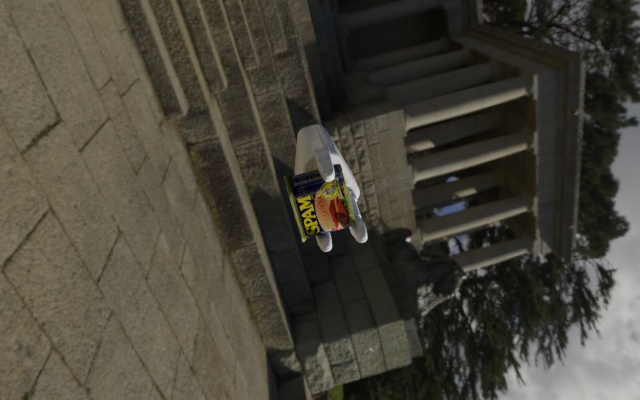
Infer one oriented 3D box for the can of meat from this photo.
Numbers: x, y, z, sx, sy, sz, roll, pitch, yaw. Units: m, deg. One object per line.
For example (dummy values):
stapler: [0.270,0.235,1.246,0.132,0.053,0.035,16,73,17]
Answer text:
can of meat: [0.000,0.002,0.703,0.084,0.102,0.057,-15,33,-2]
